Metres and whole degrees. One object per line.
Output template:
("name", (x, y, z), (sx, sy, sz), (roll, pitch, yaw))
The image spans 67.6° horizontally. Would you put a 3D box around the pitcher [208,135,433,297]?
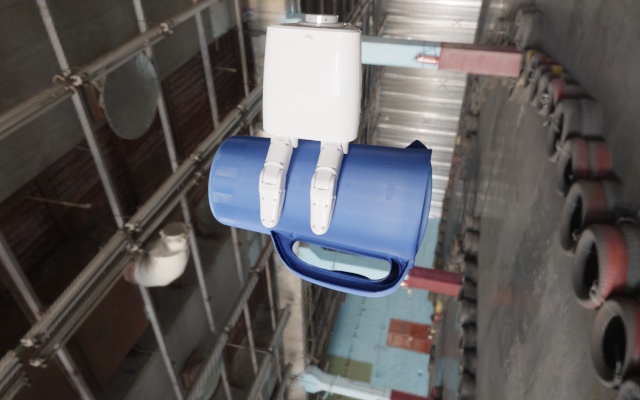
("pitcher", (0.000, 0.002, 0.543), (0.243, 0.145, 0.149), (8, 24, 12))
